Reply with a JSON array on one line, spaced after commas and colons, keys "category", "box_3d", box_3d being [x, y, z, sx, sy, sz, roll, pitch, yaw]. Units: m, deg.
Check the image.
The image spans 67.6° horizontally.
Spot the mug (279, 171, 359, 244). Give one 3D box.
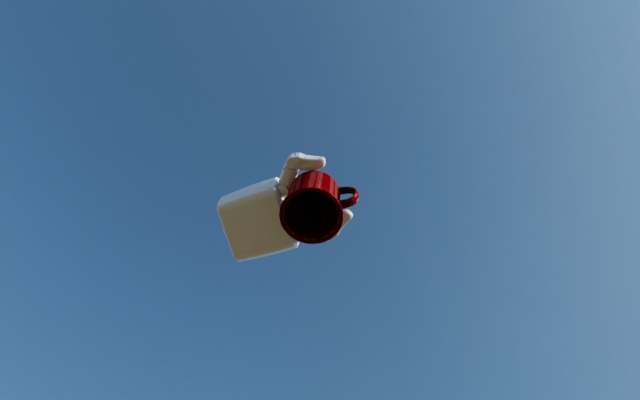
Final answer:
[{"category": "mug", "box_3d": [0.001, 0.002, 0.719, 0.117, 0.093, 0.081, -16, 24, 11]}]
